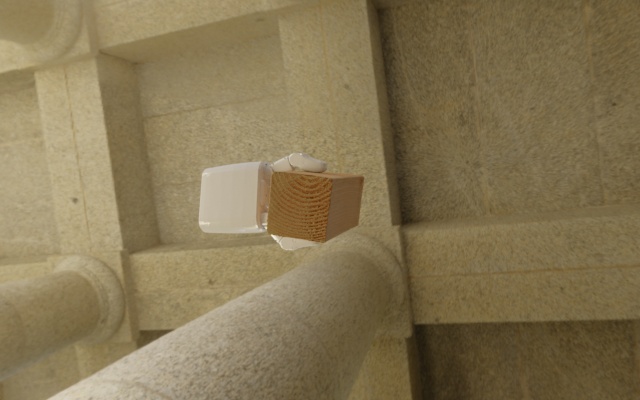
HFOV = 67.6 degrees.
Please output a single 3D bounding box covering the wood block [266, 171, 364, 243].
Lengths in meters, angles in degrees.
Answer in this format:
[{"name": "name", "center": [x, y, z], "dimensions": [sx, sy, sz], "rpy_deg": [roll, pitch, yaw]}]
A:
[{"name": "wood block", "center": [0.000, 0.002, 0.745], "dimensions": [0.090, 0.091, 0.206], "rpy_deg": [8, 6, 16]}]
